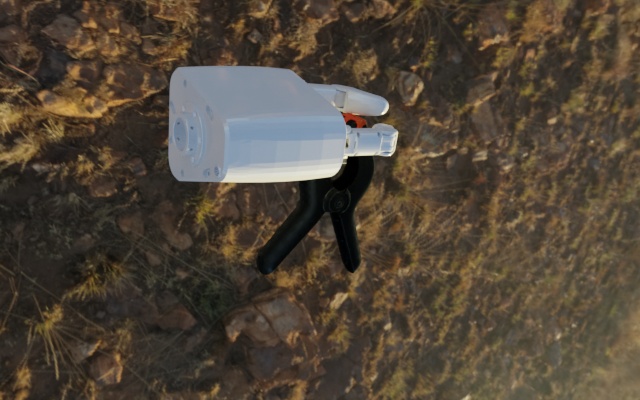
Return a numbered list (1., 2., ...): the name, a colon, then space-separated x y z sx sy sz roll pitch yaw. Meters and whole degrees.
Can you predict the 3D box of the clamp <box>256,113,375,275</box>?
1. clamp: 0.001 0.002 0.461 0.120 0.171 0.039 -8 24 -36
